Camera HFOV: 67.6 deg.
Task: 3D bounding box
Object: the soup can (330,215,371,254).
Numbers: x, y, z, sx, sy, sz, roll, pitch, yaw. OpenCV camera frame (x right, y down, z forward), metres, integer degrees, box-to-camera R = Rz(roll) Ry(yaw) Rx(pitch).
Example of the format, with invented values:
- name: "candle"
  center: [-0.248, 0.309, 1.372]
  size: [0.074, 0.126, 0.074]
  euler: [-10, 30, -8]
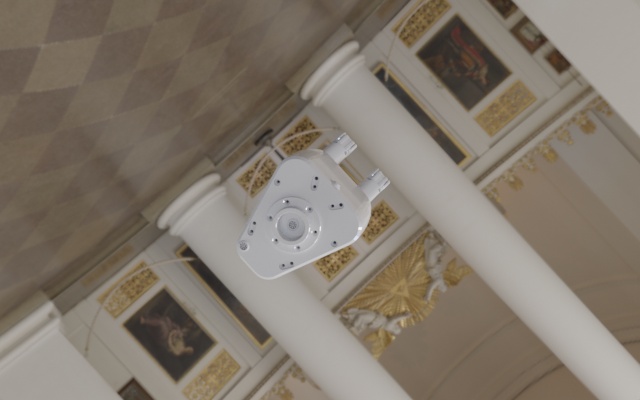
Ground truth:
- name: "soup can"
  center: [0.000, 0.002, 0.543]
  size: [0.068, 0.102, 0.068]
  euler: [-43, 0, 0]
